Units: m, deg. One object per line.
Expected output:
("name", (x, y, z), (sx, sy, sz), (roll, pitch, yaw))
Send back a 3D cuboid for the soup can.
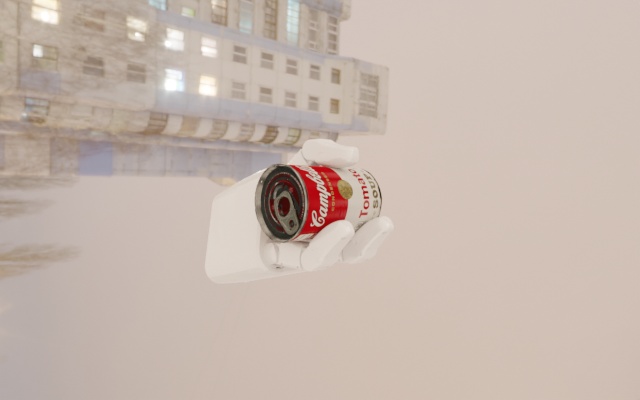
("soup can", (0.001, 0.001, 0.441), (0.102, 0.068, 0.068), (-1, 1, -45))
